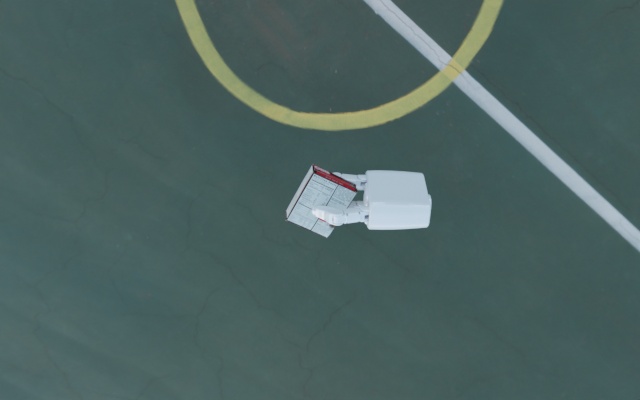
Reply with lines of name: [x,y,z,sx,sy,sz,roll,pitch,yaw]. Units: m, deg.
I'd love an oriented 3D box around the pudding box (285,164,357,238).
pudding box: [0.000,0.003,0.857,0.090,0.113,0.039,25,24,-14]
